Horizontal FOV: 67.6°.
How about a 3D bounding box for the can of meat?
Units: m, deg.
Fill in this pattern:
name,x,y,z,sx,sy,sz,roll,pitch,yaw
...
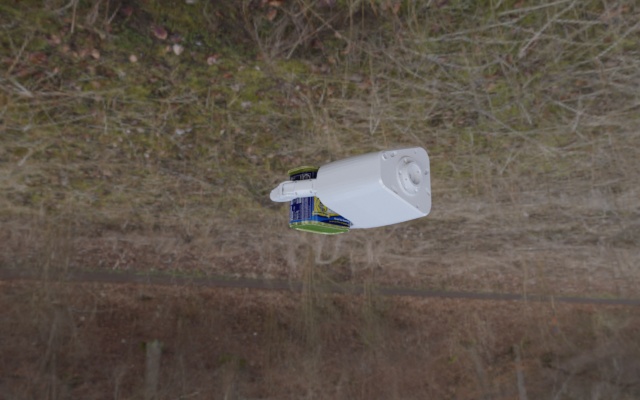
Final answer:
name,x,y,z,sx,sy,sz,roll,pitch,yaw
can of meat,0.000,0.003,0.706,0.057,0.084,0.102,-12,-17,42
